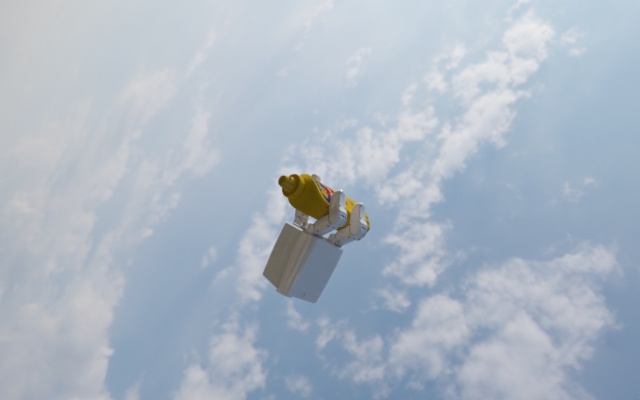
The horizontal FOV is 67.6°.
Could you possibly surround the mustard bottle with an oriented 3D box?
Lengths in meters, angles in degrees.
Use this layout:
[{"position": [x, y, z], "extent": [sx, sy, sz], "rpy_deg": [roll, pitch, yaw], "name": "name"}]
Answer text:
[{"position": [0.000, 0.002, 0.816], "extent": [0.192, 0.058, 0.096], "rpy_deg": [29, 20, -42], "name": "mustard bottle"}]
